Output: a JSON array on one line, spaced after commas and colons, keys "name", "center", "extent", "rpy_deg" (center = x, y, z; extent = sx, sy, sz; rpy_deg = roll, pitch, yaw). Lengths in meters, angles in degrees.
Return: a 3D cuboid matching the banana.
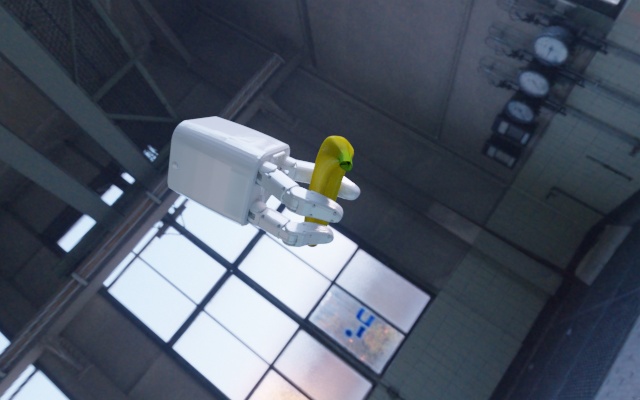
[{"name": "banana", "center": [0.005, -0.015, 0.546], "extent": [0.037, 0.069, 0.198], "rpy_deg": [16, -31, -1]}]
